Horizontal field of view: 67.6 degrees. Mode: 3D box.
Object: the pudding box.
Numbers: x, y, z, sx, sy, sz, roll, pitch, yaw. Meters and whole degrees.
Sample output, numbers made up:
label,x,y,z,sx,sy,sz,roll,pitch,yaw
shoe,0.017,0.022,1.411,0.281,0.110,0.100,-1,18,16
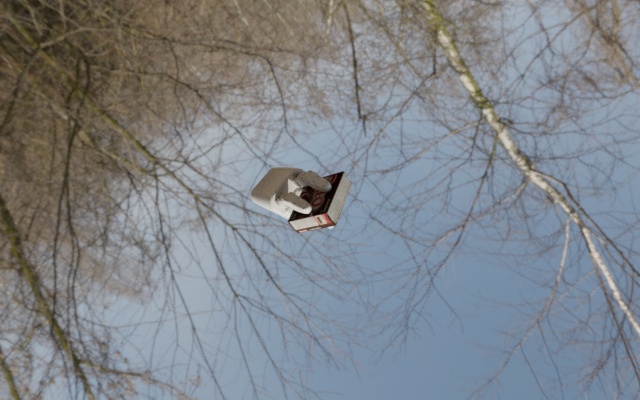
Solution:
label,x,y,z,sx,sy,sz,roll,pitch,yaw
pudding box,0.000,0.003,0.877,0.090,0.113,0.039,-15,-51,36
